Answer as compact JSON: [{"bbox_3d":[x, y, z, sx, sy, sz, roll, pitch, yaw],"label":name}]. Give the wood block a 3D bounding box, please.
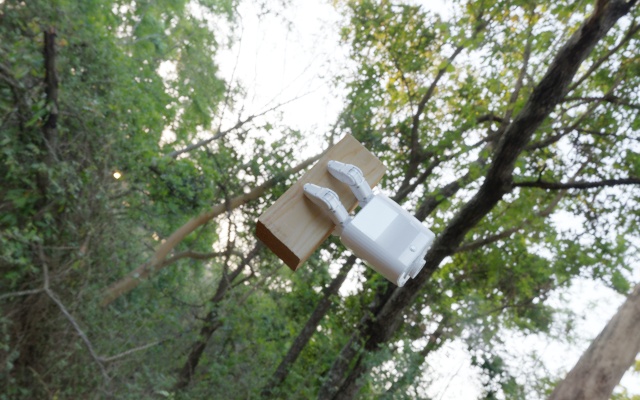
[{"bbox_3d":[0.000,0.003,0.762,0.206,0.090,0.091,-45,-8,-21],"label":"wood block"}]
